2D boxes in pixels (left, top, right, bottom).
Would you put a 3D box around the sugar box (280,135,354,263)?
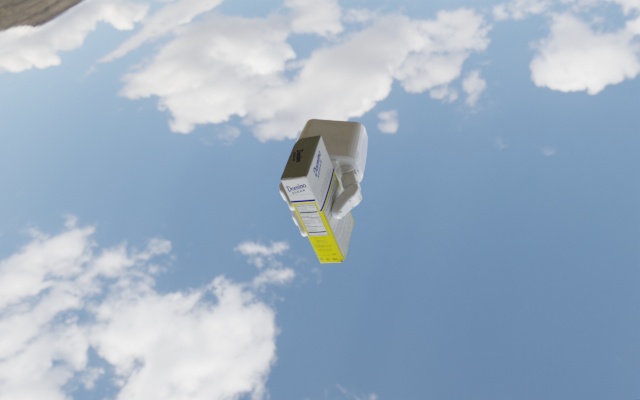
[{"bbox_3d":[0.000,0.002,0.704,0.048,0.176,0.093,-7,41,23],"label":"sugar box"}]
